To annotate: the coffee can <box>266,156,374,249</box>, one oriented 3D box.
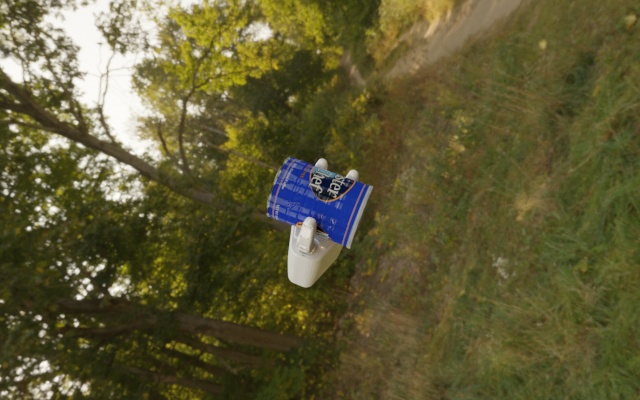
[{"bbox_3d":[0.000,0.002,0.746,0.140,0.103,0.103,21,3,7],"label":"coffee can"}]
